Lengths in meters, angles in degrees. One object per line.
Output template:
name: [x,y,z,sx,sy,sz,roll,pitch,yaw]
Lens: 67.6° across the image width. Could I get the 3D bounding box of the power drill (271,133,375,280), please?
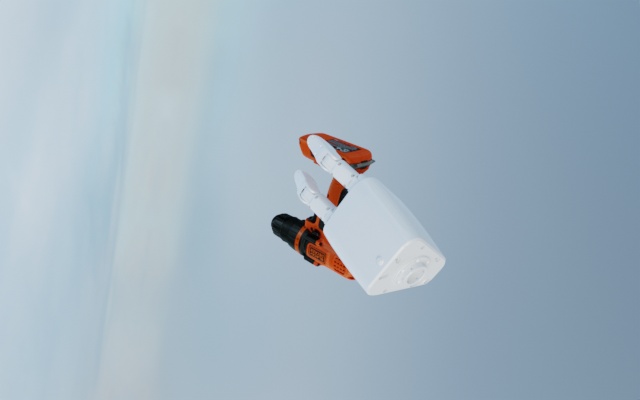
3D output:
power drill: [0.000,0.002,0.689,0.184,0.188,0.057,24,30,36]
